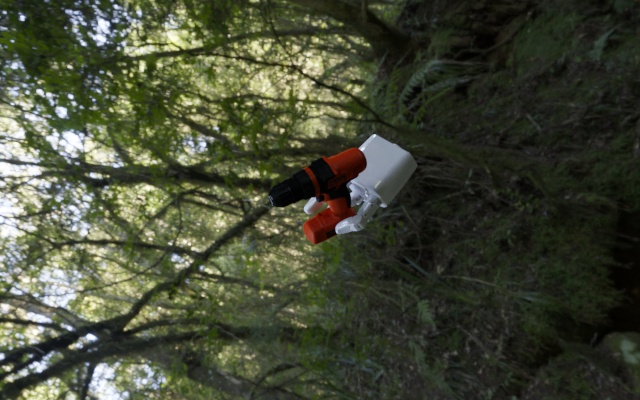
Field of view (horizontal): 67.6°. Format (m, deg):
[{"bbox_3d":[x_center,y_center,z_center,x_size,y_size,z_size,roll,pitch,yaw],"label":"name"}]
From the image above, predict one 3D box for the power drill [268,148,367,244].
[{"bbox_3d":[0.000,0.003,0.870,0.184,0.057,0.188,-25,-33,-13],"label":"power drill"}]
